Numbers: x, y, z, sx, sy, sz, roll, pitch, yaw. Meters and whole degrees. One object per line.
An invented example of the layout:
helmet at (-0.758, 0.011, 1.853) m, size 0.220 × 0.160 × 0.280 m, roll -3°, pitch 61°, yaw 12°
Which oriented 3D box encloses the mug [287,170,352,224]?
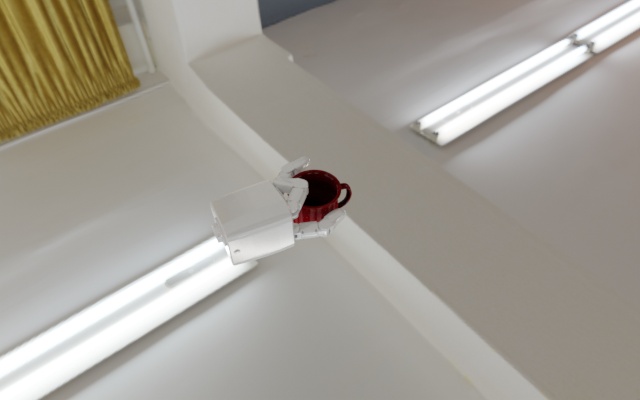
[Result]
mug at (0.001, 0.002, 0.841) m, size 0.117 × 0.082 × 0.093 m, roll -19°, pitch 50°, yaw -16°
